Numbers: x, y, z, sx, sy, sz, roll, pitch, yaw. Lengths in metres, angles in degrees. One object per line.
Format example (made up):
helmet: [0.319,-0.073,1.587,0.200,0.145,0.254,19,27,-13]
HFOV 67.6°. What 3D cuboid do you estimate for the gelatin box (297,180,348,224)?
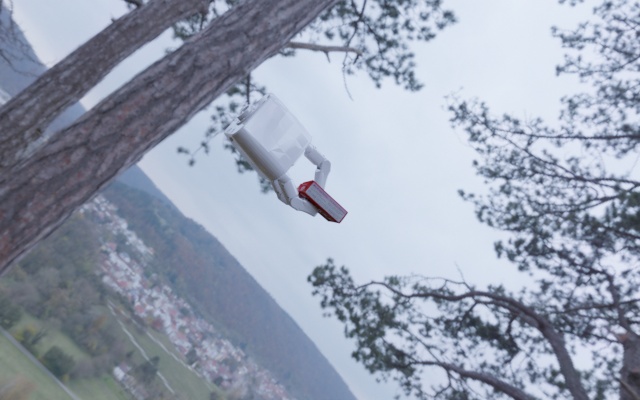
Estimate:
gelatin box: [0.001,0.003,0.861,0.089,0.030,0.073,41,-9,-11]
